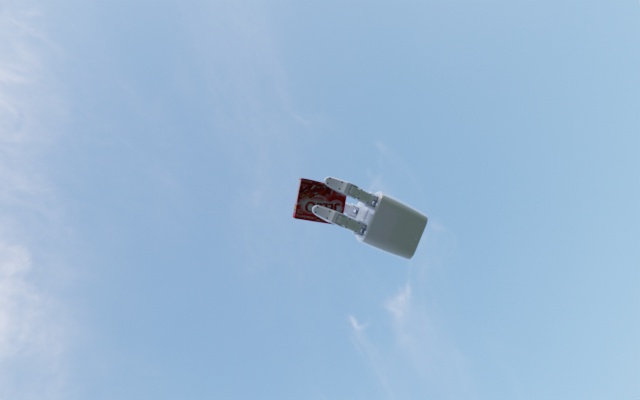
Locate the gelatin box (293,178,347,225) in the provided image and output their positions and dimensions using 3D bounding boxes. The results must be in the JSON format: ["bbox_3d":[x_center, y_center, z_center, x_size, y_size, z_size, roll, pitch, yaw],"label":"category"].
[{"bbox_3d":[0.000,0.003,0.853,0.089,0.073,0.030,10,1,-11],"label":"gelatin box"}]
